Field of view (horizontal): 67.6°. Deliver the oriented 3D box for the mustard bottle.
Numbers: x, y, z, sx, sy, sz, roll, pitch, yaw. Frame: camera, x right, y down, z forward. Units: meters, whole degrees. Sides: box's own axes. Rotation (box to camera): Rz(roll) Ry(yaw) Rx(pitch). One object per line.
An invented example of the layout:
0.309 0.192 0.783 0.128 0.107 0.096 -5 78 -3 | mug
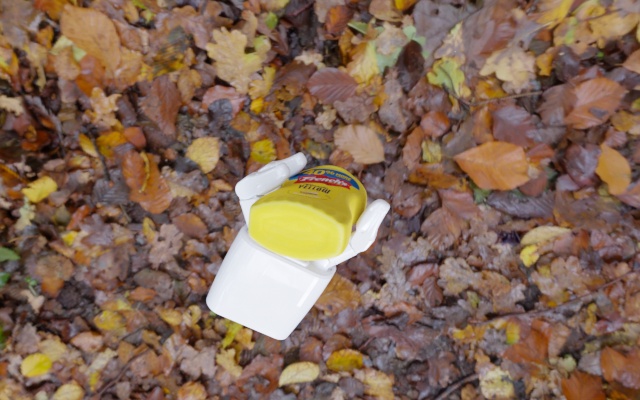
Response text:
0.000 0.001 0.523 0.096 0.058 0.191 10 19 13 | mustard bottle
